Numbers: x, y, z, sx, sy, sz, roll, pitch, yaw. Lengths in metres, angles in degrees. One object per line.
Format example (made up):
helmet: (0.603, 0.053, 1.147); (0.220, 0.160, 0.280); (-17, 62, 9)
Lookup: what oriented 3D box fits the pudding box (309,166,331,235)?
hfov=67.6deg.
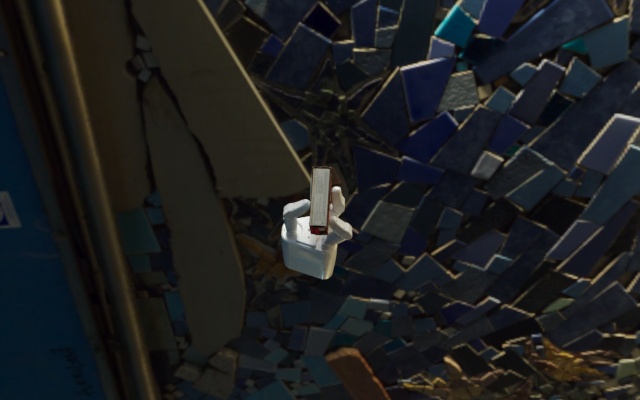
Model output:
pudding box: (0.000, 0.003, 0.884); (0.039, 0.113, 0.090); (2, -12, 0)
